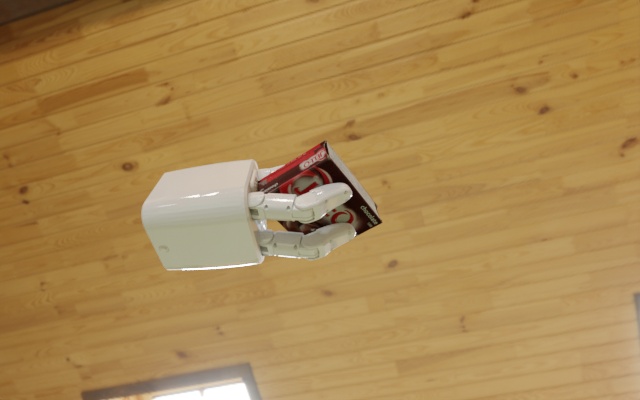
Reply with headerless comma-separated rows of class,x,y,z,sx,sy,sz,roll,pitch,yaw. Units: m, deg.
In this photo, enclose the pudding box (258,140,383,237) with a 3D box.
pudding box,0.000,0.002,0.515,0.090,0.039,0.113,-29,-51,18
